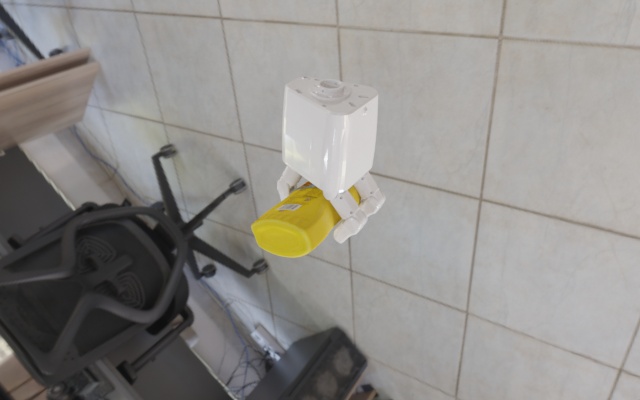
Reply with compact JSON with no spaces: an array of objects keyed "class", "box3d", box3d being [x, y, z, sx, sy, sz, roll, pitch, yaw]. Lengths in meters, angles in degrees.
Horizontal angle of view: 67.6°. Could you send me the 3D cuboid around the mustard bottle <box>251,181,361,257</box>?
[{"class":"mustard bottle","box3d":[0.000,0.003,0.652,0.096,0.058,0.191,-1,28,39]}]
